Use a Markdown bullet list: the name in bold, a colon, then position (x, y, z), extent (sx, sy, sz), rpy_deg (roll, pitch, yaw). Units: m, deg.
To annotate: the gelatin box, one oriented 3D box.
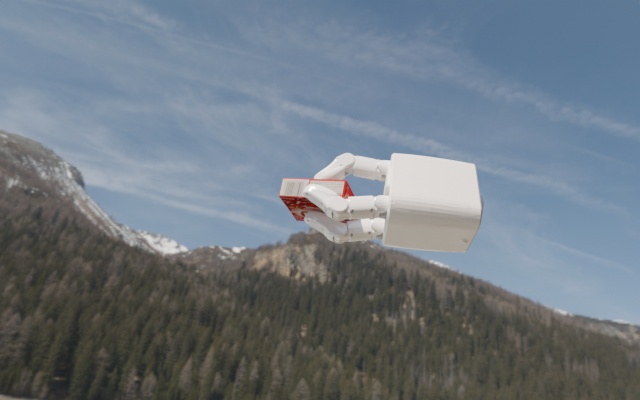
- **gelatin box**: position (0.000, 0.002, 0.620), extent (0.089, 0.030, 0.073), rpy_deg (3, -26, 19)
